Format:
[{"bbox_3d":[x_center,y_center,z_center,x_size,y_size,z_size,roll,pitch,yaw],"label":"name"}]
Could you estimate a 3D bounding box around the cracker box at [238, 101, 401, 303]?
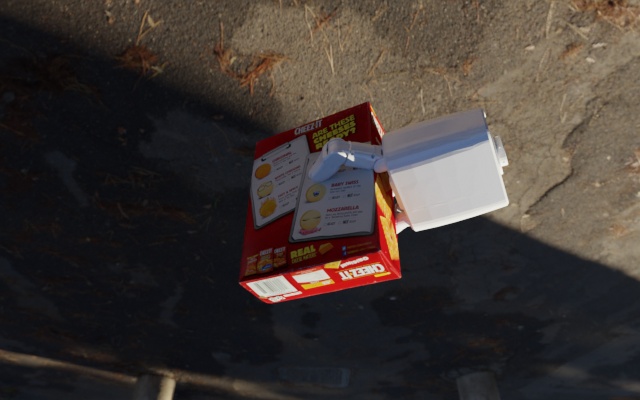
[{"bbox_3d":[0.000,0.002,0.564,0.164,0.213,0.072,-16,-41,21],"label":"cracker box"}]
